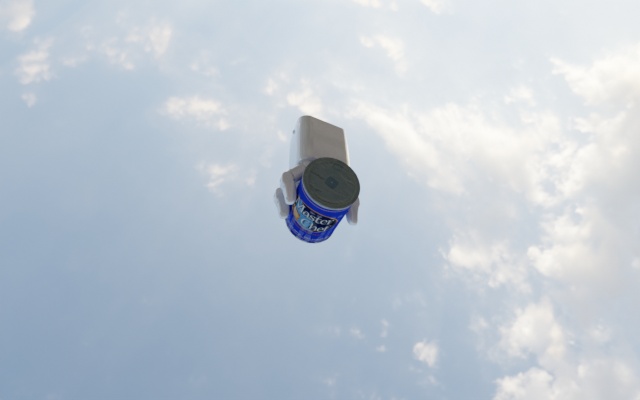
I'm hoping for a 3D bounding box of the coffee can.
[{"bbox_3d":[0.000,0.003,0.866,0.103,0.102,0.140,0,-29,-19],"label":"coffee can"}]
